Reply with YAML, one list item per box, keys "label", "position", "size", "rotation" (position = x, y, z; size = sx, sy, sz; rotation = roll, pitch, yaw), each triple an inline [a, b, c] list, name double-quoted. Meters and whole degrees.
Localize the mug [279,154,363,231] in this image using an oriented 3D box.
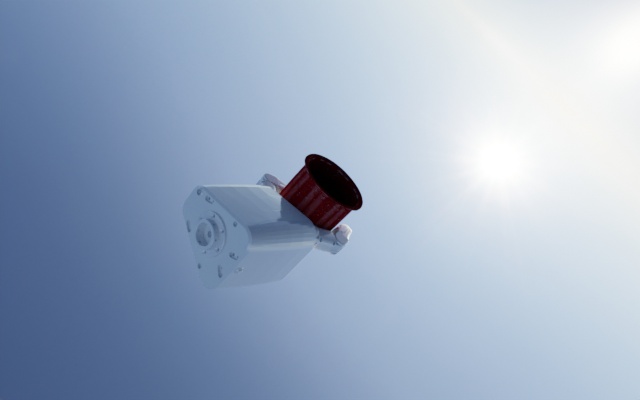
- label: "mug"
  position: [0.001, 0.002, 0.618]
  size: [0.081, 0.093, 0.117]
  rotation: [-46, -27, 26]
